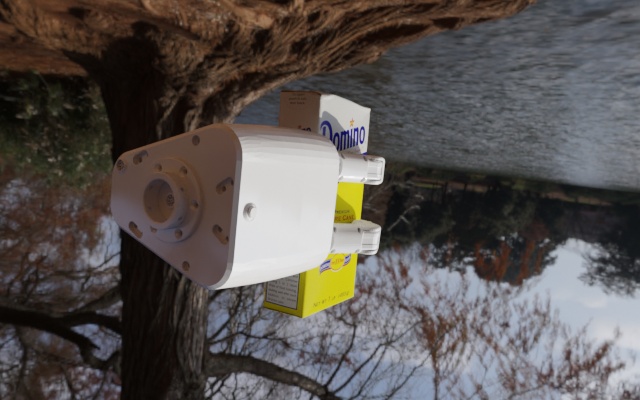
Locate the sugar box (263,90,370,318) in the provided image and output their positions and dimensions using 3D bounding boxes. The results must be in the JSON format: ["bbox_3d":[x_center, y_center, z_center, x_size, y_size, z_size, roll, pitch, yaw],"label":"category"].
[{"bbox_3d":[0.000,0.002,0.409,0.048,0.176,0.093,10,7,29],"label":"sugar box"}]
